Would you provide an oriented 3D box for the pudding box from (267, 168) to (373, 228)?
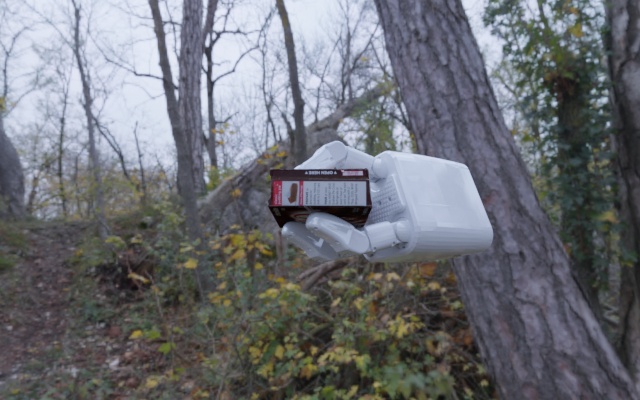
[{"bbox_3d":[0.000,0.001,0.457,0.090,0.039,0.113,-1,-15,1],"label":"pudding box"}]
